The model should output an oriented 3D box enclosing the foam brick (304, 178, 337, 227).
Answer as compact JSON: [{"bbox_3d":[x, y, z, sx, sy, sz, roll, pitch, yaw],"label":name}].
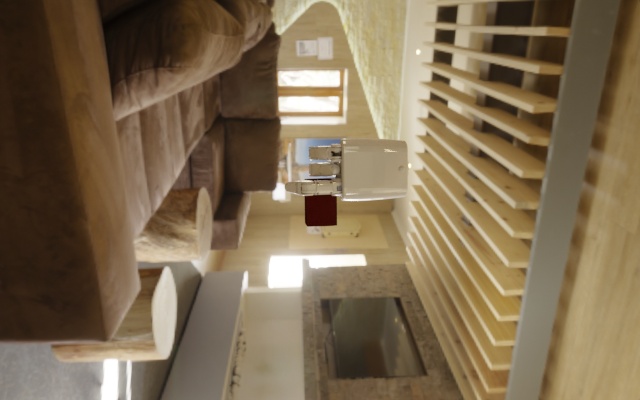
[{"bbox_3d":[0.000,0.003,0.798,0.051,0.078,0.053,-1,7,-5],"label":"foam brick"}]
